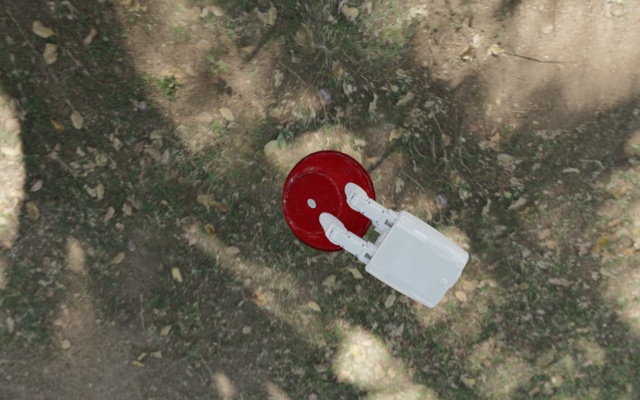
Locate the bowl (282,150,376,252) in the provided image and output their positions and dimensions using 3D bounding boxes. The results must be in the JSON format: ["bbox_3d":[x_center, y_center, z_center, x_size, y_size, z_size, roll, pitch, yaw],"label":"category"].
[{"bbox_3d":[-0.001,0.002,0.729,0.162,0.162,0.055,0,3,25],"label":"bowl"}]
